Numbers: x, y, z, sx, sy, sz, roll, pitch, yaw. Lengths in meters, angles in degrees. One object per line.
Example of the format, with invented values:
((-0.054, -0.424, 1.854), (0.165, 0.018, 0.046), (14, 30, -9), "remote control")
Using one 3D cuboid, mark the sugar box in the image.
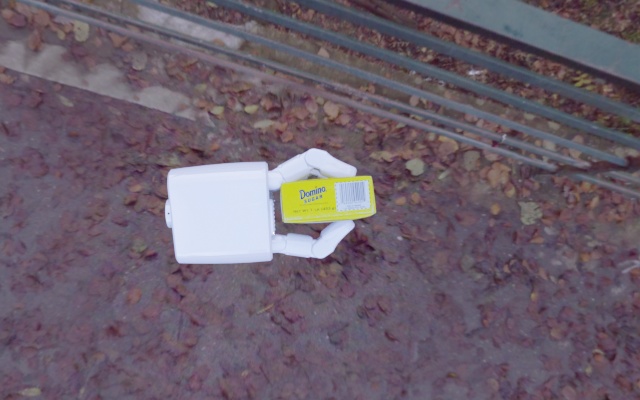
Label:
((0.000, 0.001, 0.550), (0.093, 0.048, 0.176), (-4, 0, -6), "sugar box")
